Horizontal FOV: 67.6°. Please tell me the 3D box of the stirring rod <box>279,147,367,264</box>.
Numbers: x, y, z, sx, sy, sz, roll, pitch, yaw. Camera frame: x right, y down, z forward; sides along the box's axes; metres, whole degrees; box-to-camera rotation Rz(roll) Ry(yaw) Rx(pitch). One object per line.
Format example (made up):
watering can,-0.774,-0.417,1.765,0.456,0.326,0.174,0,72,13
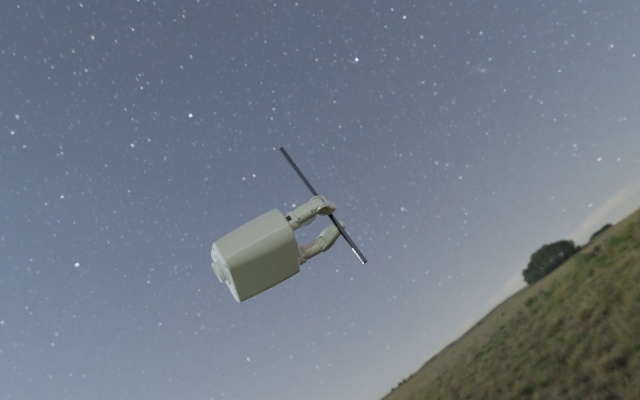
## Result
stirring rod,0.000,0.003,0.751,0.011,0.239,0.011,-30,-24,-15
